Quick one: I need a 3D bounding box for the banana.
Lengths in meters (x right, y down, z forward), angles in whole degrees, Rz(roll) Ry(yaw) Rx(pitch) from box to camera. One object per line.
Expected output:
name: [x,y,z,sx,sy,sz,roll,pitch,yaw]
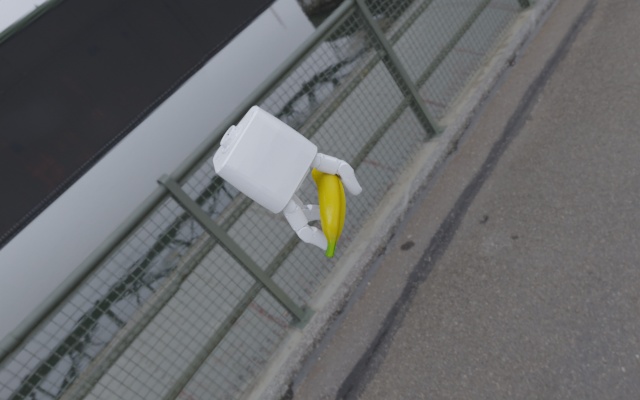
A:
banana: [0.008,-0.009,0.717,0.037,0.070,0.197,18,36,-19]
